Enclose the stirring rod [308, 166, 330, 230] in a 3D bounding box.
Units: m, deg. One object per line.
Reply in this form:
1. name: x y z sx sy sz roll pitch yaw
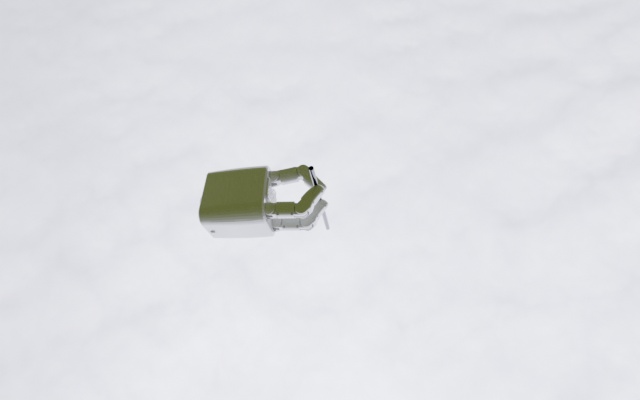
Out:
1. stirring rod: 0.000 0.003 0.808 0.011 0.011 0.240 0 -25 7
